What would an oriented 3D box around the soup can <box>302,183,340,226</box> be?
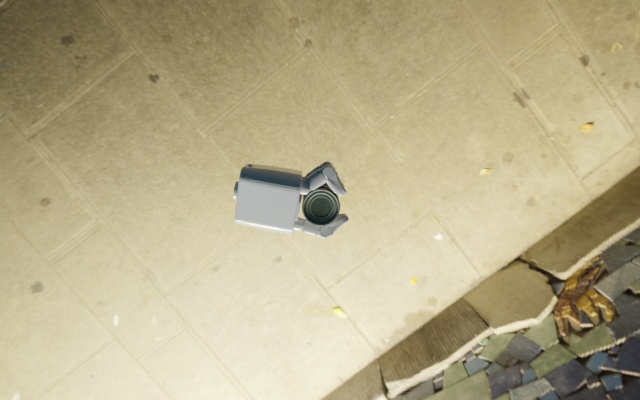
[{"bbox_3d":[0.001,0.003,0.864,0.068,0.068,0.102,0,10,-1],"label":"soup can"}]
